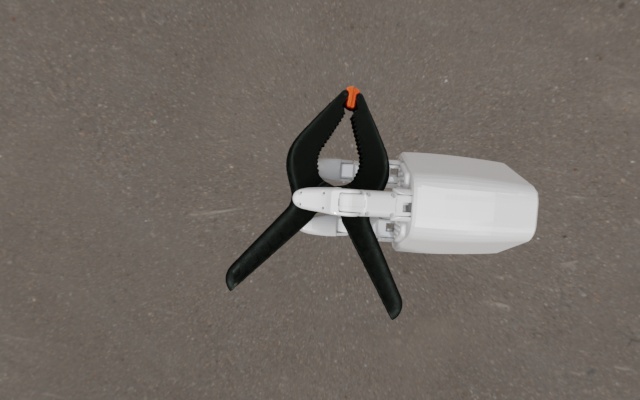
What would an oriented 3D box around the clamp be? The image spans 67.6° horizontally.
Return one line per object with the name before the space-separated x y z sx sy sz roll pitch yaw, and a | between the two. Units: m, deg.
clamp | 0.000 0.001 0.438 0.164 0.210 0.036 4 3 -3
